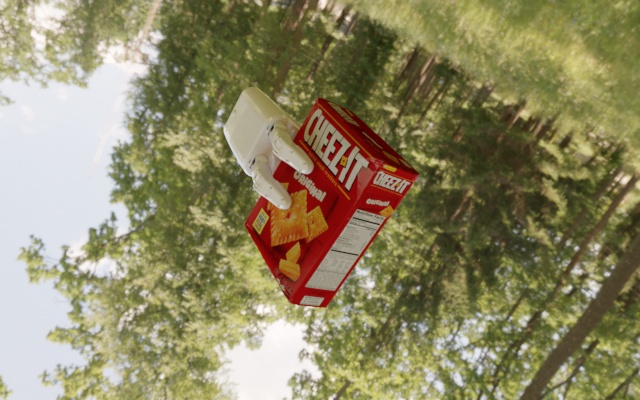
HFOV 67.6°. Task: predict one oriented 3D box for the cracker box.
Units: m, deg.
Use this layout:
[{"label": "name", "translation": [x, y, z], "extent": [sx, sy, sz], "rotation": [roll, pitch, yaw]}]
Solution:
[{"label": "cracker box", "translation": [0.000, 0.002, 0.609], "extent": [0.072, 0.214, 0.164], "rotation": [14, 27, -40]}]
